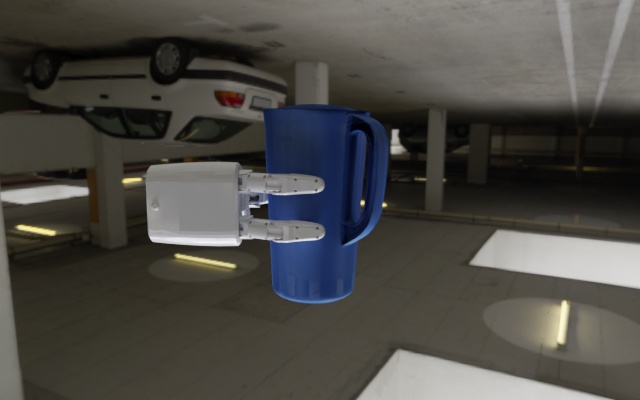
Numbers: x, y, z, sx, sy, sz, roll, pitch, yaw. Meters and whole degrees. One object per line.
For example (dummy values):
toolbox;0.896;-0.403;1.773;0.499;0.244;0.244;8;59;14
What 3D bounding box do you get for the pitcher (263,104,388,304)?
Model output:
pitcher;0.000;0.002;0.603;0.145;0.243;0.149;0;9;-3
